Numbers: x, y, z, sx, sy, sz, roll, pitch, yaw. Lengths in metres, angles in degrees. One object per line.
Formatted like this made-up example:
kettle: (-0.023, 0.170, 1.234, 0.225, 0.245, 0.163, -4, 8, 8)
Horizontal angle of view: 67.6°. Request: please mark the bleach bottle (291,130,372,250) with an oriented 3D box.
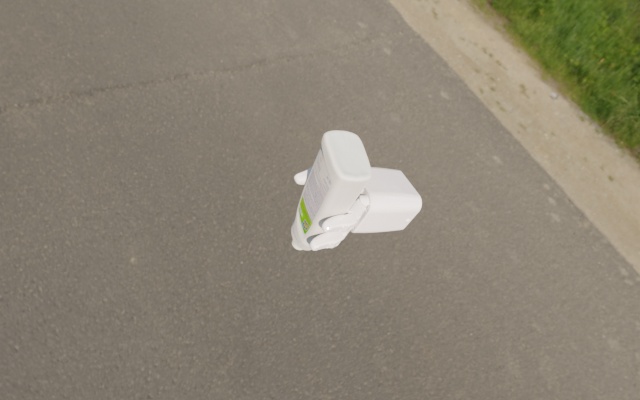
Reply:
bleach bottle: (0.000, 0.003, 0.805, 0.068, 0.102, 0.251, 0, -35, -24)
